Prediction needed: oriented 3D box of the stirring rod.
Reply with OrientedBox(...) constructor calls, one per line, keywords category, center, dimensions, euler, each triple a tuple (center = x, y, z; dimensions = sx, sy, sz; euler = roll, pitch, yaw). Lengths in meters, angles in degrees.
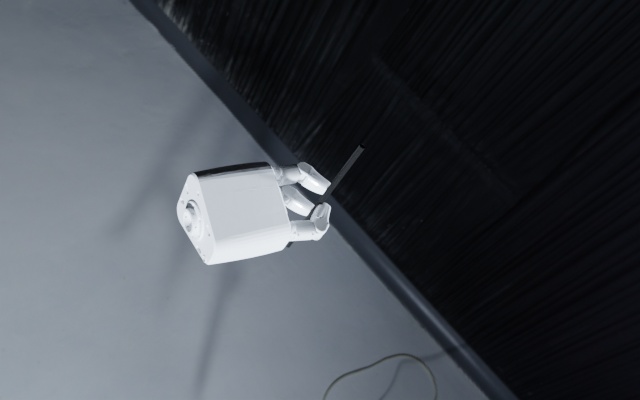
OrientedBox(category="stirring rod", center=(0.000, 0.002, 0.673), dimensions=(0.011, 0.011, 0.240), euler=(0, -35, -32))
